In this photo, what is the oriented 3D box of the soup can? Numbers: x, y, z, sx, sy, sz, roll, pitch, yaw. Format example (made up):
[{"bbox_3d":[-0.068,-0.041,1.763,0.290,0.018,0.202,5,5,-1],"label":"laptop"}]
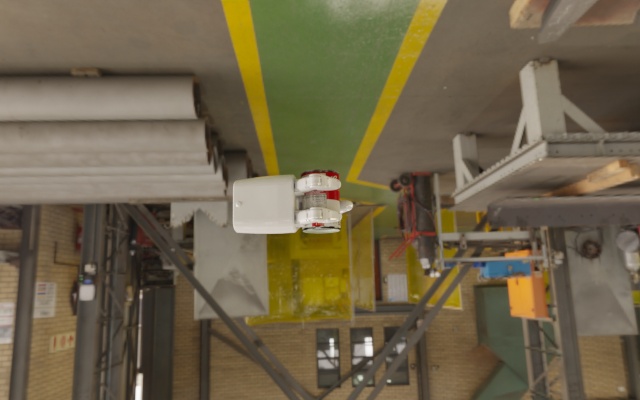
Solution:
[{"bbox_3d":[0.001,0.003,0.831,0.068,0.102,0.068,-2,-11,0],"label":"soup can"}]
